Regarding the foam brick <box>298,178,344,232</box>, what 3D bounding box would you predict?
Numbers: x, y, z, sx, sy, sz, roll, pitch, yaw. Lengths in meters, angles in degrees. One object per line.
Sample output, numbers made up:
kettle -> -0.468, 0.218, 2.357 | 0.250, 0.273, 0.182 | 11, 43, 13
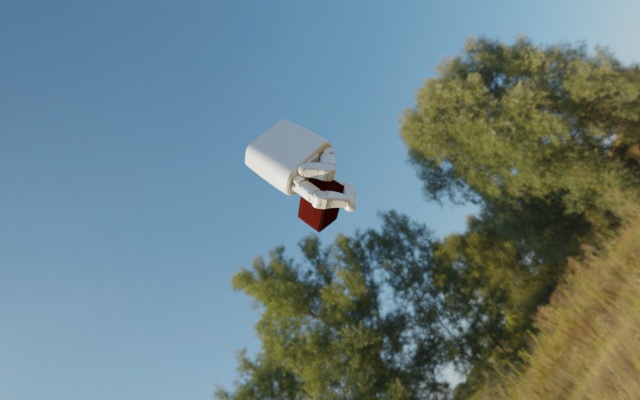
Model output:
foam brick -> 0.000, 0.003, 0.819 | 0.051, 0.078, 0.053 | 32, 42, 25
